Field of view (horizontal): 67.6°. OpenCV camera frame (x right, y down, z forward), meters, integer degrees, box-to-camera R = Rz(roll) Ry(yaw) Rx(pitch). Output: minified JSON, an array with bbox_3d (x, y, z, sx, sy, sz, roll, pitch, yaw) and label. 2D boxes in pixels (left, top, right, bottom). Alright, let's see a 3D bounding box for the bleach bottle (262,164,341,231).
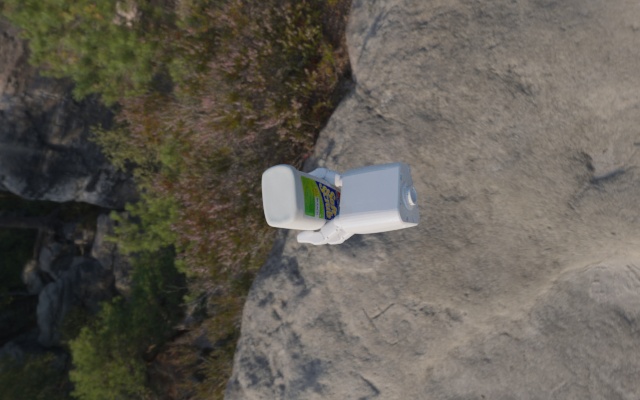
[{"bbox_3d":[0.000,0.003,0.856,0.068,0.102,0.251,-10,-10,32],"label":"bleach bottle"}]
